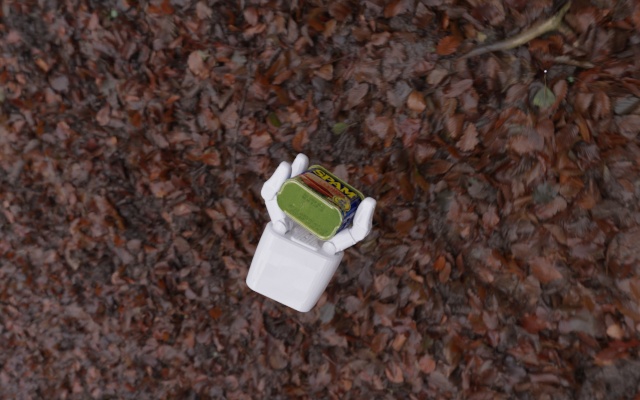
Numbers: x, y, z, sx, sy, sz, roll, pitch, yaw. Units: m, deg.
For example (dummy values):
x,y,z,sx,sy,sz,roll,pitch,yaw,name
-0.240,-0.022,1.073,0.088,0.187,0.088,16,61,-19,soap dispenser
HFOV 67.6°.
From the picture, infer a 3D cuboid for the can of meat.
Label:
x,y,z,sx,sy,sz,roll,pitch,yaw,name
0.000,0.002,0.654,0.102,0.057,0.084,35,26,13,can of meat
